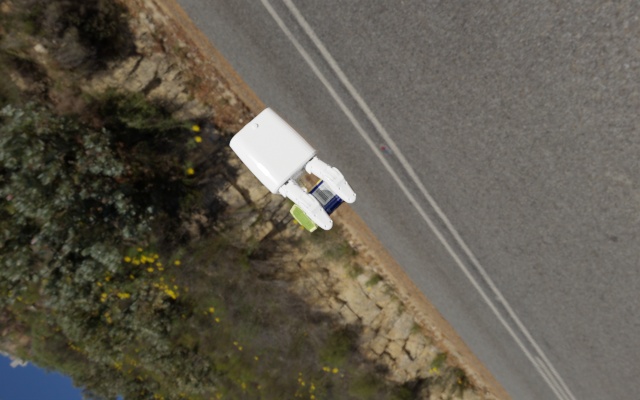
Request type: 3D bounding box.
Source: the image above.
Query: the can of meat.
[{"bbox_3d":[0.000,0.003,0.778,0.084,0.057,0.102,-44,-1,-13],"label":"can of meat"}]
